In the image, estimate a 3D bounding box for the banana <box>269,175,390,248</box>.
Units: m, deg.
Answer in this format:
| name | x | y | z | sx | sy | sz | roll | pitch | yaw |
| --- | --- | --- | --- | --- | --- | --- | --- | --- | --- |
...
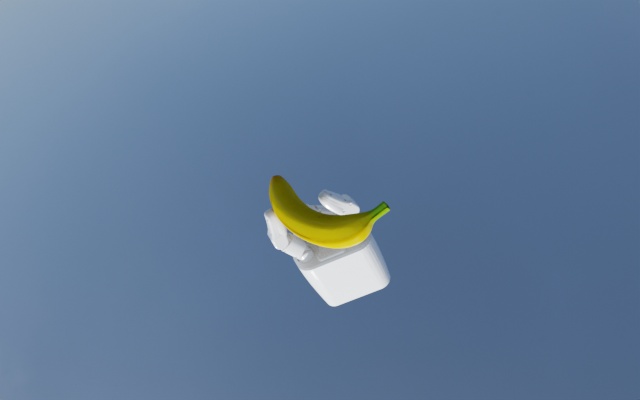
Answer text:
| name | x | y | z | sx | sy | sz | roll | pitch | yaw |
| --- | --- | --- | --- | --- | --- | --- | --- | --- | --- |
| banana | -0.008 | 0.016 | 0.573 | 0.197 | 0.069 | 0.037 | 17 | -30 | 43 |
